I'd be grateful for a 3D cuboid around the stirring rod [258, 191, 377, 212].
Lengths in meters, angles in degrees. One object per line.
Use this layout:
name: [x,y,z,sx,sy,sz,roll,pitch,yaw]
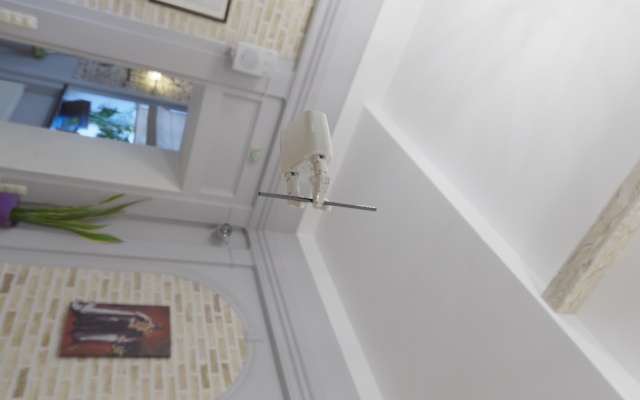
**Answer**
stirring rod: [0.000,0.003,0.895,0.239,0.011,0.011,8,-3,-24]
